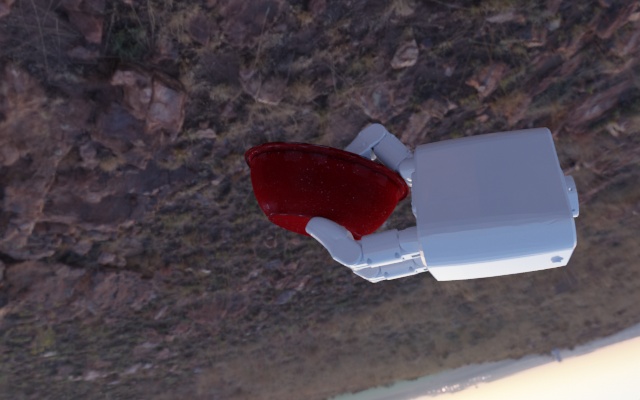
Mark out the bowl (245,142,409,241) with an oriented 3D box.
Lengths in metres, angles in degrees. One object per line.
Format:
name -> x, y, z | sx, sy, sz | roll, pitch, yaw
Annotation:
bowl -> -0.001, 0.002, 0.458 | 0.162, 0.055, 0.162 | 12, -14, 3
